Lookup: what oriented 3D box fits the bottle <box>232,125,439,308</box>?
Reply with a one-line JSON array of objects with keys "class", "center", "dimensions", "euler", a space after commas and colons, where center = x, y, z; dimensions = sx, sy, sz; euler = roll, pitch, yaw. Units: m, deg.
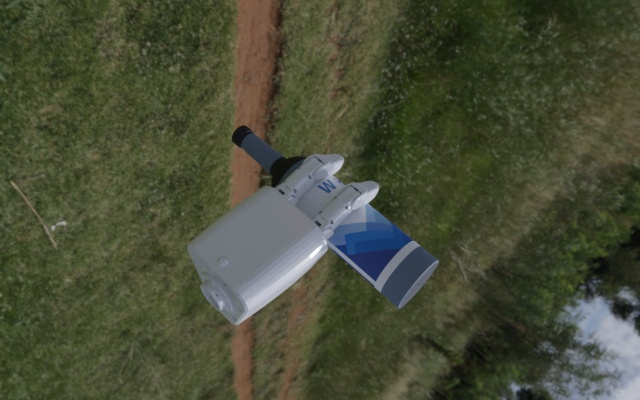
[{"class": "bottle", "center": [0.000, 0.002, 0.562], "dimensions": [0.295, 0.069, 0.069], "euler": [40, 17, 22]}]
